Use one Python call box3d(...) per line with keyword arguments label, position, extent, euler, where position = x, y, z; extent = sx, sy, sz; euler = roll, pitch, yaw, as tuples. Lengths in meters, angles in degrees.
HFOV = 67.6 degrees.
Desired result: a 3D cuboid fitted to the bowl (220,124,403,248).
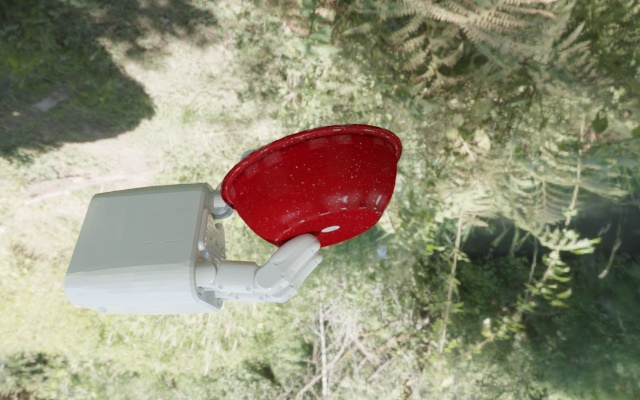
box3d(label="bowl", position=(0.001, 0.001, 0.406), extent=(0.162, 0.055, 0.162), euler=(-14, -21, -6))
